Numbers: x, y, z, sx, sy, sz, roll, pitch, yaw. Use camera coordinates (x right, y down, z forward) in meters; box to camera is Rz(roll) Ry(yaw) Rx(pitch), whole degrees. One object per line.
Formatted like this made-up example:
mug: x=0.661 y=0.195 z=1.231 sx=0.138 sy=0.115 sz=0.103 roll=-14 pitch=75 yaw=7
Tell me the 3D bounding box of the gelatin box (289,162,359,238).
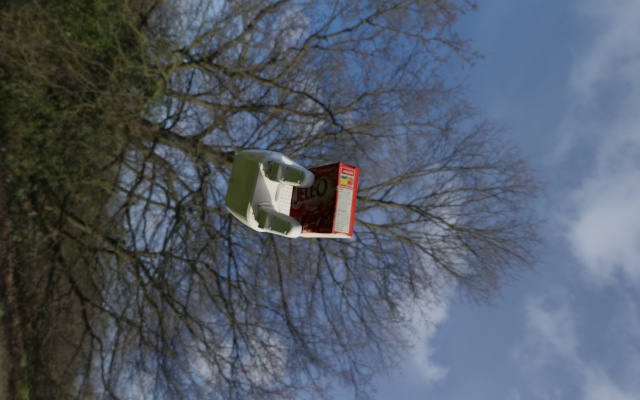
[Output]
gelatin box: x=0.001 y=0.002 z=0.510 sx=0.030 sy=0.073 sz=0.089 roll=13 pitch=-10 yaw=-34
